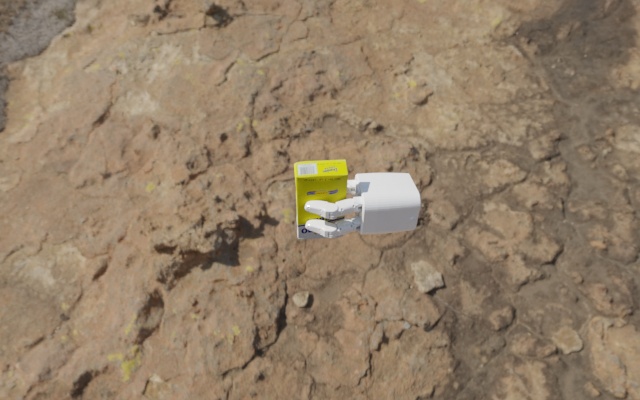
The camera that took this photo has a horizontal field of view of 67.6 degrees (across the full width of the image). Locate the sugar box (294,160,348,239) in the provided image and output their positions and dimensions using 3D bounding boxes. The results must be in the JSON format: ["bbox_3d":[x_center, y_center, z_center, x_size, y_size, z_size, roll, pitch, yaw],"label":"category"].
[{"bbox_3d":[0.000,0.003,0.888,0.093,0.048,0.176,-3,-44,-2],"label":"sugar box"}]
